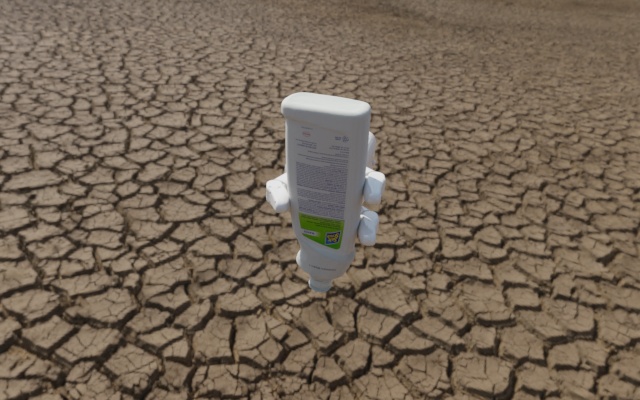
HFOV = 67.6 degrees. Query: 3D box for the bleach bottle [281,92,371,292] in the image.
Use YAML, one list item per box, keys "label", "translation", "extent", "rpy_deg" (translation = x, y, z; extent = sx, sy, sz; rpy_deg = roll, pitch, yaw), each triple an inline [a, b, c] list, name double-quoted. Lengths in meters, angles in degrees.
- label: "bleach bottle"
  translation: [0.000, 0.002, 0.588]
  extent: [0.102, 0.251, 0.068]
  rpy_deg: [12, 28, 14]
